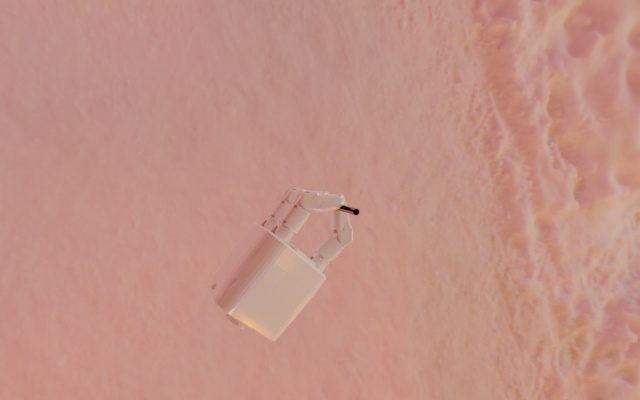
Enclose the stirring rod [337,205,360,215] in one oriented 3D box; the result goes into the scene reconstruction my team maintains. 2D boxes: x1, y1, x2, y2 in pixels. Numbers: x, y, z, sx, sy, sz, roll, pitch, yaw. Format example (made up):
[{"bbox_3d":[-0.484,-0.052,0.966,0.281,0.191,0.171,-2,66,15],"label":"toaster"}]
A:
[{"bbox_3d":[0.000,0.002,0.666,0.011,0.011,0.239,0,5,-20],"label":"stirring rod"}]
